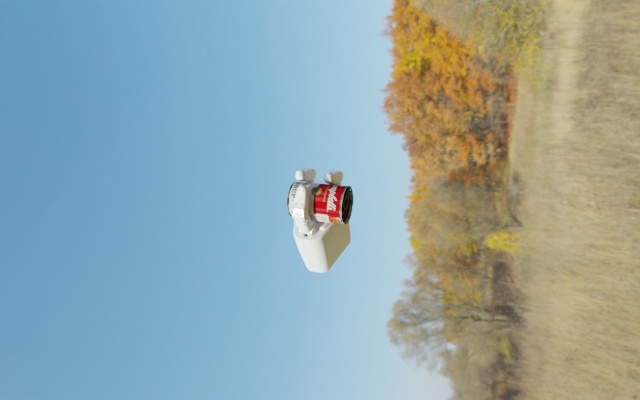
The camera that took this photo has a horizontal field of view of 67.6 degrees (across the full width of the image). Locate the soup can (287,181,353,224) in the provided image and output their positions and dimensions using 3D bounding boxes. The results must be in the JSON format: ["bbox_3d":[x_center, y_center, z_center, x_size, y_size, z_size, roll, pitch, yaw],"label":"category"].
[{"bbox_3d":[0.000,0.002,0.848,0.102,0.068,0.068,7,2,20],"label":"soup can"}]
